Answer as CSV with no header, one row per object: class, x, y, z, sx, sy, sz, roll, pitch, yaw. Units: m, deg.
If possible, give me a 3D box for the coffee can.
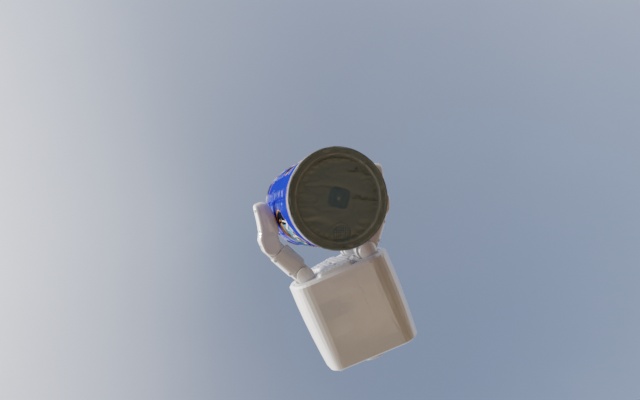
coffee can,0.000,0.002,0.530,0.103,0.103,0.140,0,-3,-15
